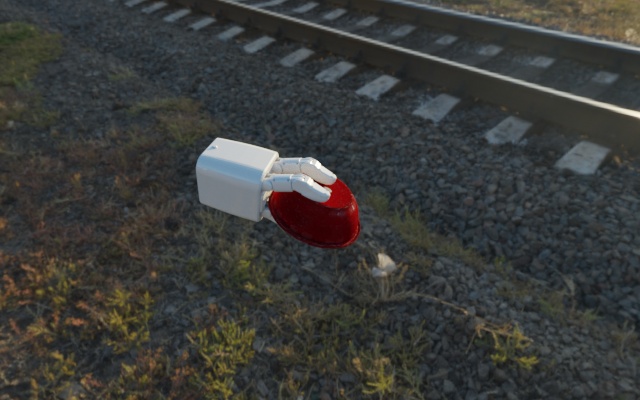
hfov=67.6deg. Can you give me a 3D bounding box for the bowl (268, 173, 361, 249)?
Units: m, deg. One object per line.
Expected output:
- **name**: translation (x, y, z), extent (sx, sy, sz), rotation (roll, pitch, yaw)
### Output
- **bowl**: translation (0.002, 0.003, 0.774), extent (0.162, 0.055, 0.162), rotation (17, 35, -12)
